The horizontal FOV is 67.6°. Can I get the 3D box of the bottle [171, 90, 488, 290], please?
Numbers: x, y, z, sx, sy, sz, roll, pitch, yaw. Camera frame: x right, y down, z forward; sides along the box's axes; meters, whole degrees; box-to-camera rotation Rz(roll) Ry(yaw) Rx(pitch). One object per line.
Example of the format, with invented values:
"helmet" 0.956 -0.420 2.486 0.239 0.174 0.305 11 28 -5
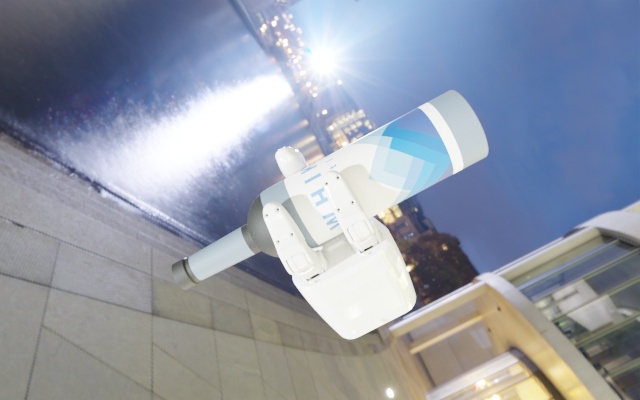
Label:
"bottle" 0.000 0.001 0.429 0.296 0.069 0.069 -28 -2 4
